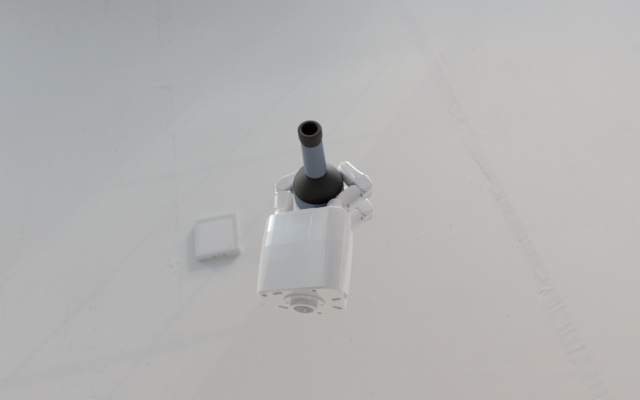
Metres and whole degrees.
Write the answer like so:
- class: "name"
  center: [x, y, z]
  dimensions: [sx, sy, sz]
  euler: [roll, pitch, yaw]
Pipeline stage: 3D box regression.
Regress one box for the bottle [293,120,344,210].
- class: "bottle"
  center: [0.000, 0.002, 0.647]
  dimensions: [0.069, 0.069, 0.296]
  euler: [0, -33, 6]
